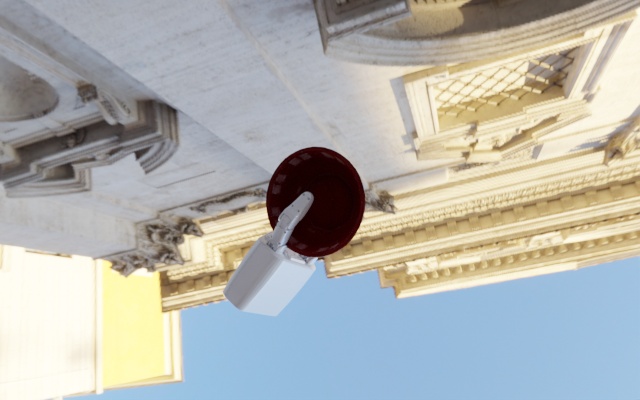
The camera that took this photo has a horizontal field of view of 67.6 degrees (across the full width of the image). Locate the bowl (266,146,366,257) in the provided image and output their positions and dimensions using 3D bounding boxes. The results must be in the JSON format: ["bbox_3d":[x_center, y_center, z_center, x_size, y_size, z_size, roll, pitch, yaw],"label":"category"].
[{"bbox_3d":[0.001,0.002,0.717,0.162,0.162,0.055,0,-1,26],"label":"bowl"}]
